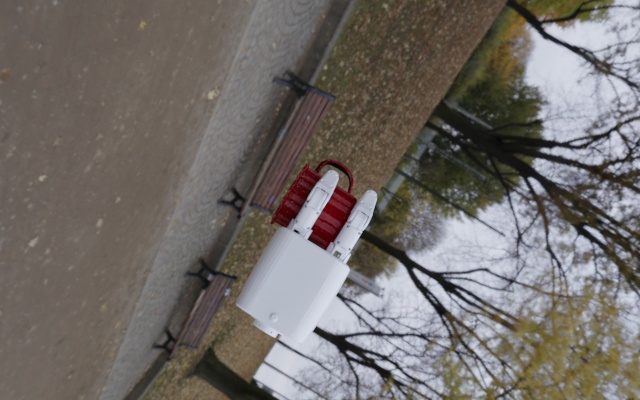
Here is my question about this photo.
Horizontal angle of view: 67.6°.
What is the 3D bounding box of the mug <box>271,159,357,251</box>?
[{"bbox_3d":[0.001,0.001,0.621,0.081,0.117,0.093,32,-13,0],"label":"mug"}]
